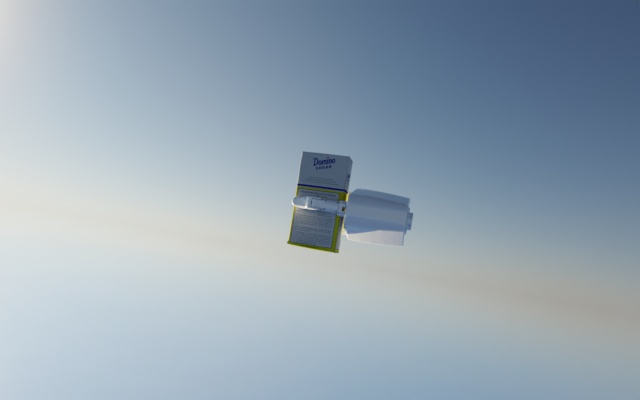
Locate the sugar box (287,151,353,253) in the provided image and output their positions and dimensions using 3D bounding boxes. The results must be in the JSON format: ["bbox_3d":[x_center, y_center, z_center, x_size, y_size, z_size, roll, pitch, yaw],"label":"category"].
[{"bbox_3d":[0.000,0.003,0.879,0.093,0.176,0.048,9,-7,15],"label":"sugar box"}]
